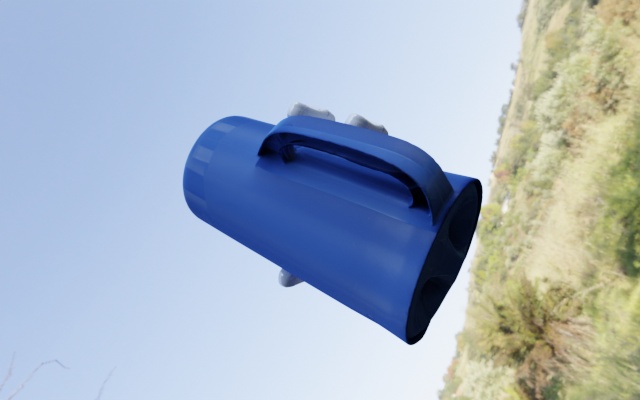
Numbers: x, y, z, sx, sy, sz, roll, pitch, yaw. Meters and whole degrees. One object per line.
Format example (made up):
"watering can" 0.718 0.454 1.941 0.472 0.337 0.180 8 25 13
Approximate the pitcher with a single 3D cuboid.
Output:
"pitcher" 0.000 0.001 0.401 0.243 0.149 0.145 22 16 27
